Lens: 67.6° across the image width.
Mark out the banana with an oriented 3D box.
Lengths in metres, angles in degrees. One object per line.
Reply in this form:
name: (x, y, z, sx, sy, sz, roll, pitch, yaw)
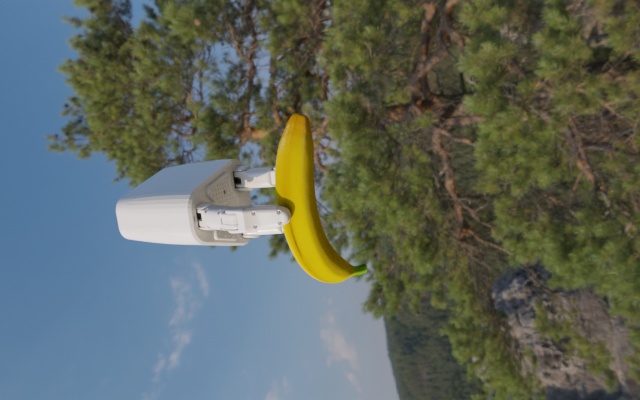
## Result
banana: (-0.009, 0.015, 0.471, 0.037, 0.198, 0.069, 7, 40, 40)
